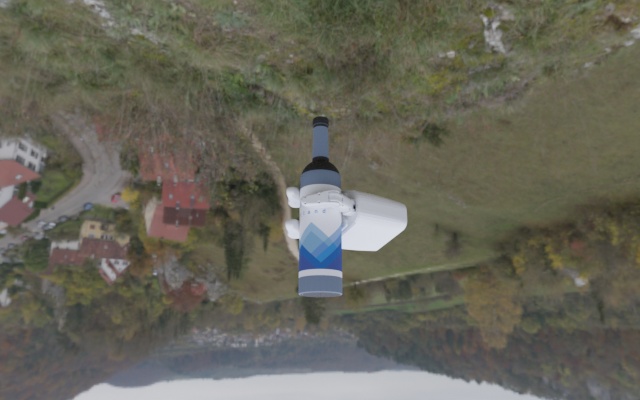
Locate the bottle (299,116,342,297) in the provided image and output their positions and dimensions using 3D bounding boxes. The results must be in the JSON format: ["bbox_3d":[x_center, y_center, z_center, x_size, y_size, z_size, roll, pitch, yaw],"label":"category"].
[{"bbox_3d":[0.000,0.003,0.767,0.069,0.295,0.069,0,-18,0],"label":"bottle"}]
